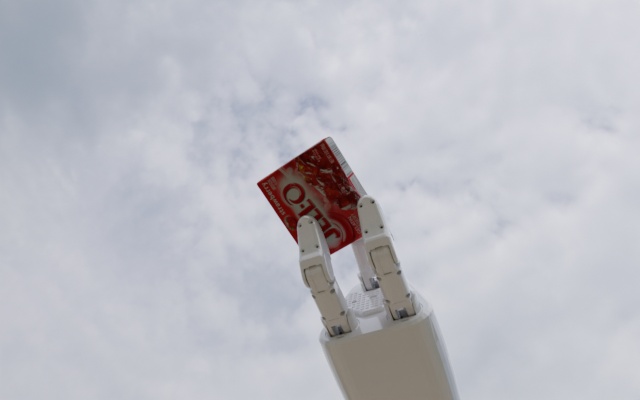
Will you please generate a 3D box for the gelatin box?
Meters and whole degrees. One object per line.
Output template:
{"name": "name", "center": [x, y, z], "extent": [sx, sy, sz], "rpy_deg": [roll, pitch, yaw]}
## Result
{"name": "gelatin box", "center": [0.000, 0.001, 0.415], "extent": [0.073, 0.089, 0.030], "rpy_deg": [-31, 5, 19]}
